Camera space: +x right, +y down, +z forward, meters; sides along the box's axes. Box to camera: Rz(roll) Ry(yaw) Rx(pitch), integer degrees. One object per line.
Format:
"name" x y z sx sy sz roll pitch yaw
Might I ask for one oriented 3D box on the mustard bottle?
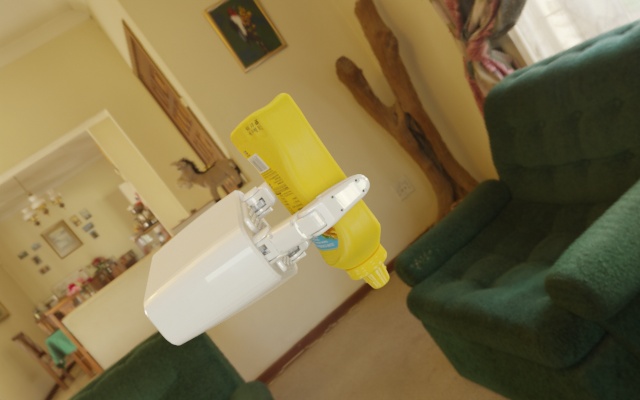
"mustard bottle" 0.000 0.001 0.427 0.058 0.191 0.096 -40 10 -20
